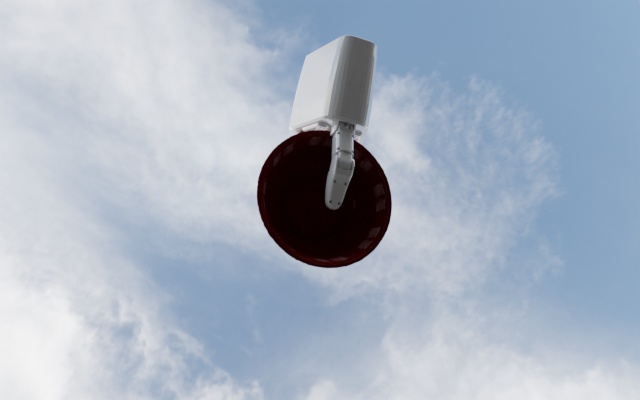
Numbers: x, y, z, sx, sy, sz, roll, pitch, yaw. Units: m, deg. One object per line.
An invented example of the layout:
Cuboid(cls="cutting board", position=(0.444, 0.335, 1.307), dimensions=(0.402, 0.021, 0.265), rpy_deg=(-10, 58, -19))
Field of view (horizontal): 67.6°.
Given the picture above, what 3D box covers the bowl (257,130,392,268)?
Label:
Cuboid(cls="bowl", position=(-0.001, 0.003, 0.562), dimensions=(0.162, 0.162, 0.055), rpy_deg=(0, -14, -19))
